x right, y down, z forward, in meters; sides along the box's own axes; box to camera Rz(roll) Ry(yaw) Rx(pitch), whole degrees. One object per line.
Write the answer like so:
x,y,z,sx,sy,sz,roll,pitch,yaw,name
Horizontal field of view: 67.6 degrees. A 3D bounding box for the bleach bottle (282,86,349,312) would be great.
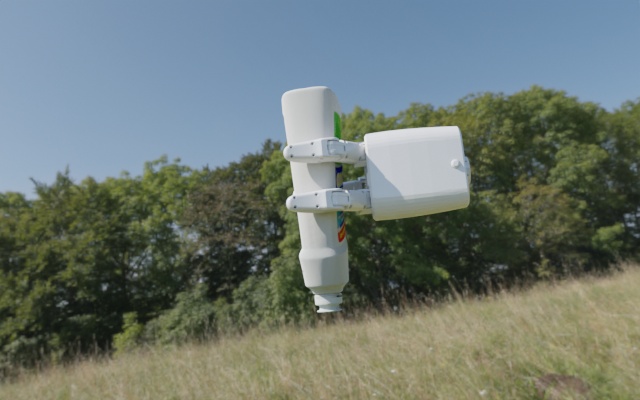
0.000,0.002,0.563,0.068,0.251,0.102,-6,-8,8,bleach bottle
